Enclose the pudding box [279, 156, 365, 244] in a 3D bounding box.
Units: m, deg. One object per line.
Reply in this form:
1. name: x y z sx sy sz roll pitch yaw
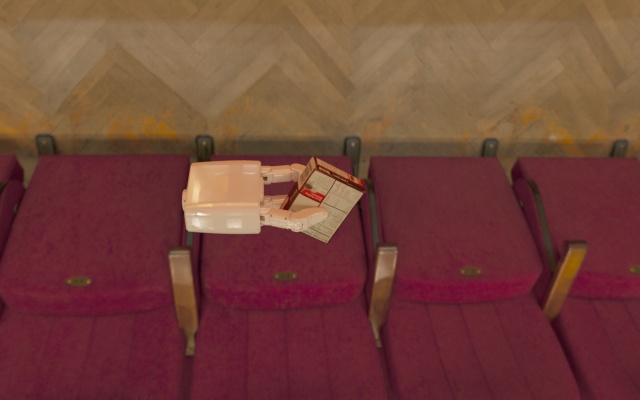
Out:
1. pudding box: 0.000 0.002 0.723 0.090 0.113 0.039 25 28 -21
